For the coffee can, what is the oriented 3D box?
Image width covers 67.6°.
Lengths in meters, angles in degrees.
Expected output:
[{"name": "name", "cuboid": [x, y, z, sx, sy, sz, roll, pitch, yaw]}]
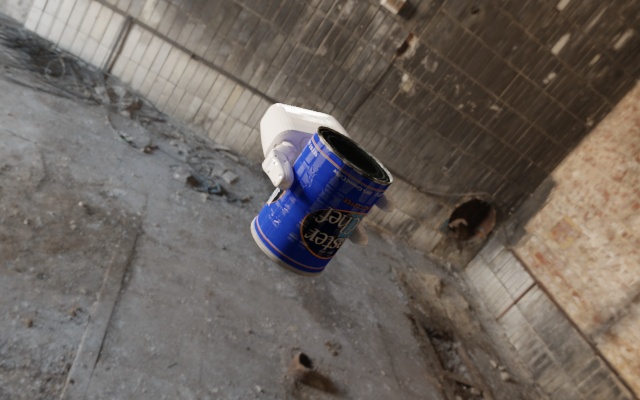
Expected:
[{"name": "coffee can", "cuboid": [0.000, 0.002, 0.545, 0.103, 0.140, 0.102, 32, 20, -13]}]
